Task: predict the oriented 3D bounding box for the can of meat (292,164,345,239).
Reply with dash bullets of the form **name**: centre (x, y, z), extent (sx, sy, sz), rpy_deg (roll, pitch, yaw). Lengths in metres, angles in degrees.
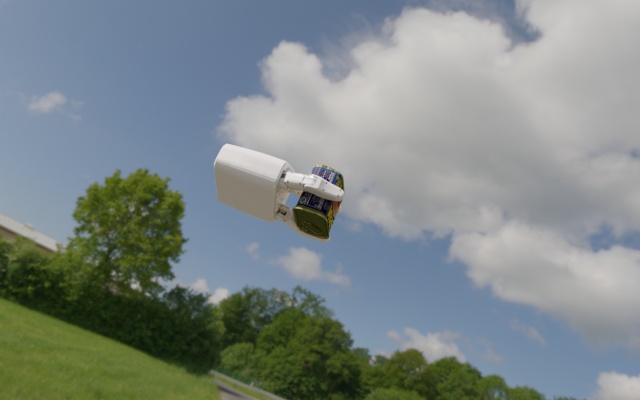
- **can of meat**: centre (0.000, 0.002, 0.766), extent (0.057, 0.084, 0.102), rpy_deg (18, -23, 12)
